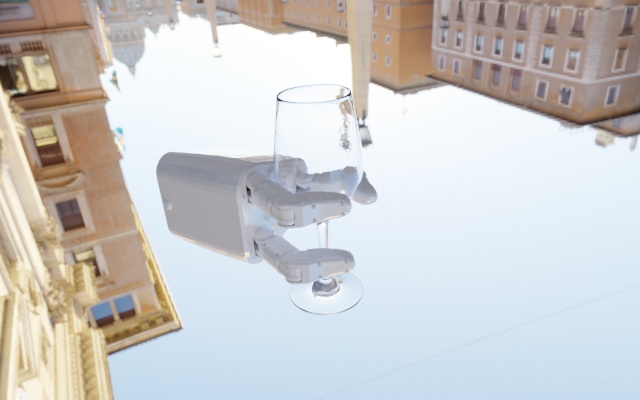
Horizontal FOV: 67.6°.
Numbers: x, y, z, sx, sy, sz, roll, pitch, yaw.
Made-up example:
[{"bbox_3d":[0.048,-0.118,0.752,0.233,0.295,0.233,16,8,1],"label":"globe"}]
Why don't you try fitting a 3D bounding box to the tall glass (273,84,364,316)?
[{"bbox_3d":[0.000,0.002,0.432,0.079,0.201,0.079,-3,27,1],"label":"tall glass"}]
